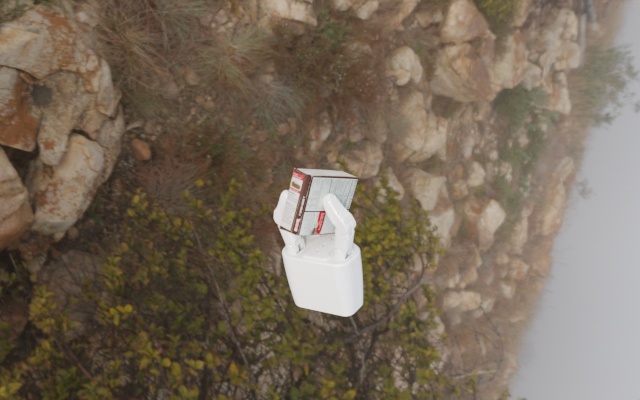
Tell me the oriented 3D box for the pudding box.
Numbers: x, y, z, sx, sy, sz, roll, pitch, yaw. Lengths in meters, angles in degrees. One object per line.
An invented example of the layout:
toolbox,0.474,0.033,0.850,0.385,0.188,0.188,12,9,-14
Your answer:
pudding box,0.000,0.002,0.686,0.039,0.090,0.113,22,14,35
